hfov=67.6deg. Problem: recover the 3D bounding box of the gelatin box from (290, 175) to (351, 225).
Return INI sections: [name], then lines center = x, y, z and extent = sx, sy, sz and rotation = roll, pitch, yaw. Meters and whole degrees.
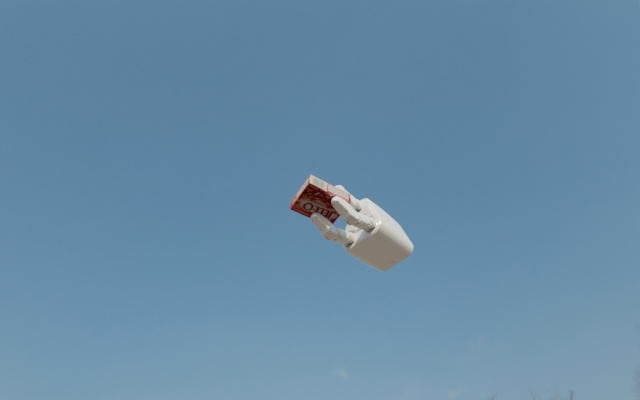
[gelatin box]
center = 0.000, 0.002, 0.881
extent = 0.089, 0.073, 0.030
rotation = 26, 36, -17
